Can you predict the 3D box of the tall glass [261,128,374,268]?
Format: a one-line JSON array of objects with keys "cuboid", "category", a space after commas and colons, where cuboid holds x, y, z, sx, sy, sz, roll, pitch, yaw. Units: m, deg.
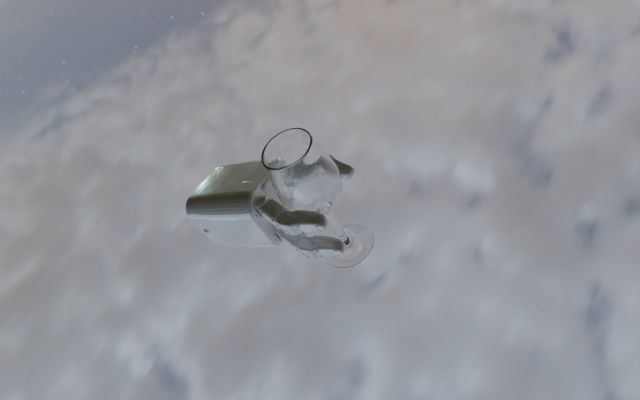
[{"cuboid": [0.001, 0.002, 0.591, 0.079, 0.079, 0.201, 0, -37, 28], "category": "tall glass"}]
